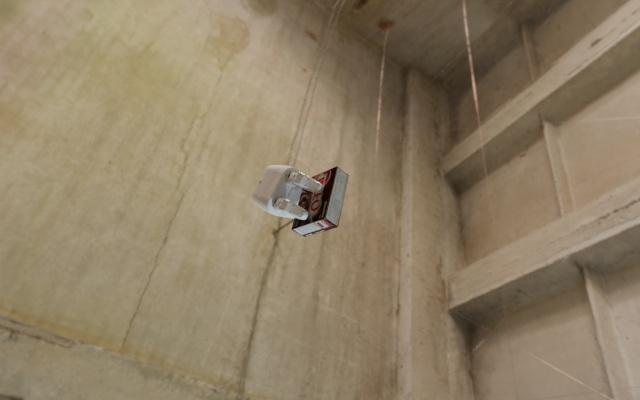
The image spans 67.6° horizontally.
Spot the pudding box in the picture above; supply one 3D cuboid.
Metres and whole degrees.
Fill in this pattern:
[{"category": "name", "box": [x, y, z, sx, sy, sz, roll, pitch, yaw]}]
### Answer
[{"category": "pudding box", "box": [0.000, 0.003, 0.859, 0.039, 0.113, 0.090, 31, -34, -31]}]
